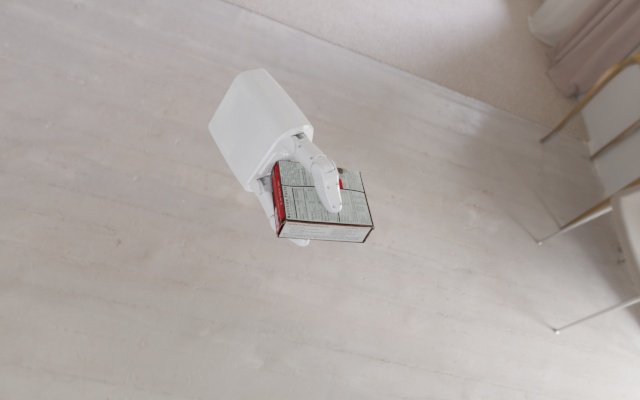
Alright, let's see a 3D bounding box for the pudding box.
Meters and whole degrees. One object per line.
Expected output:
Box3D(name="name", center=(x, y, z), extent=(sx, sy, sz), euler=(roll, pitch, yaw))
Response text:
Box3D(name="pudding box", center=(0.000, 0.002, 0.566), extent=(0.113, 0.090, 0.039), euler=(4, -37, -19))
